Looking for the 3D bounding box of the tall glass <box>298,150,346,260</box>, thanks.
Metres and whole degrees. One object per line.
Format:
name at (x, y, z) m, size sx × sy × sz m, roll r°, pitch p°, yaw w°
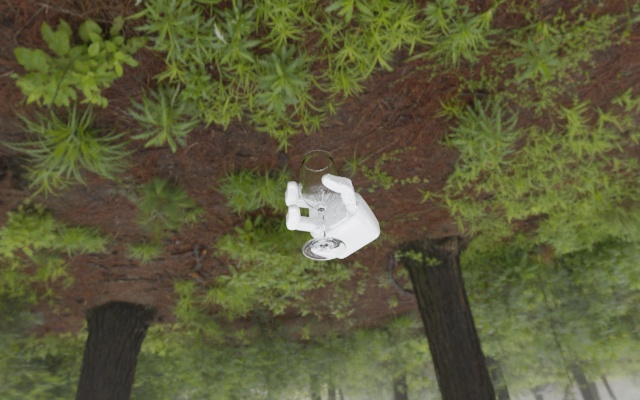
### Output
tall glass at (0.000, 0.003, 0.865) m, size 0.079 × 0.200 × 0.079 m, roll -3°, pitch -36°, yaw -2°
